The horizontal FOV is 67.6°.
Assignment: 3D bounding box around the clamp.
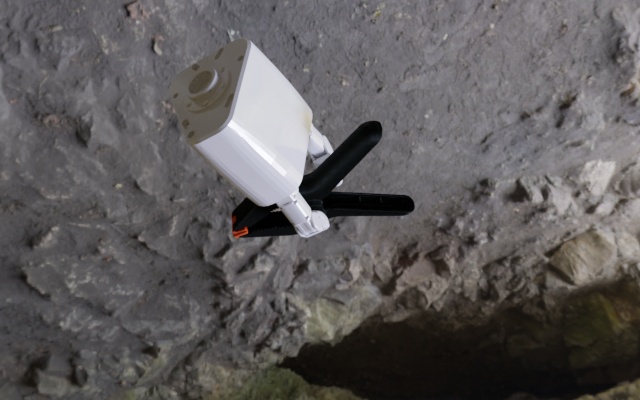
[{"bbox_3d":[0.000,0.003,0.536,0.210,0.036,0.165,-23,-37,19],"label":"clamp"}]
